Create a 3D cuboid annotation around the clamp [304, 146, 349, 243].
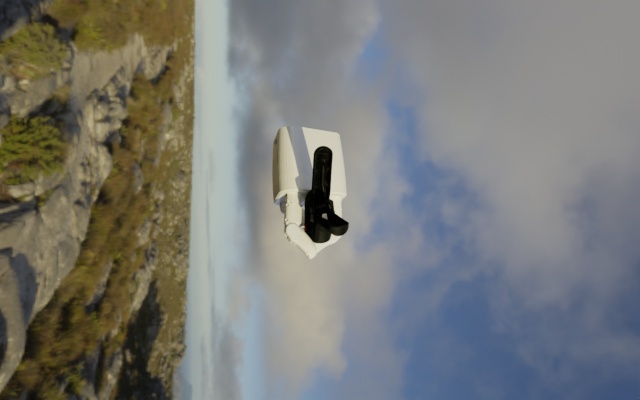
[{"bbox_3d":[0.001,0.002,0.662,0.039,0.120,0.171,0,-14,-14],"label":"clamp"}]
